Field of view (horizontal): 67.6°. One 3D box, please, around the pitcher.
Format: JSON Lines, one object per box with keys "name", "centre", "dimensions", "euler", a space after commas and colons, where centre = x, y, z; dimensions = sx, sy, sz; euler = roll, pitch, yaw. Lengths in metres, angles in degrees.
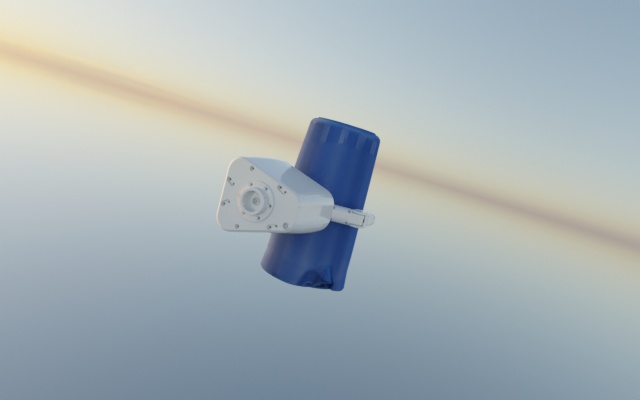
{"name": "pitcher", "centre": [0.000, 0.002, 0.726], "dimensions": [0.149, 0.243, 0.145], "euler": [19, 7, 20]}
